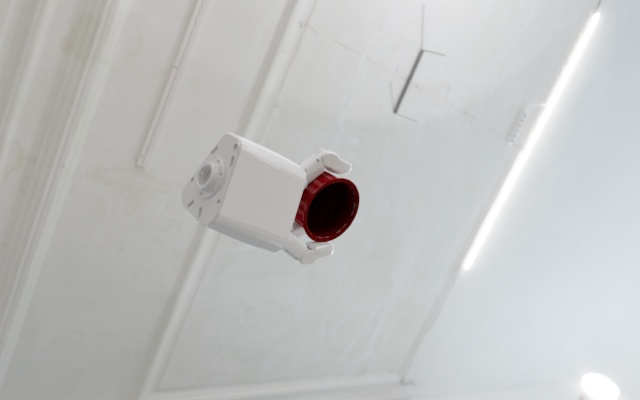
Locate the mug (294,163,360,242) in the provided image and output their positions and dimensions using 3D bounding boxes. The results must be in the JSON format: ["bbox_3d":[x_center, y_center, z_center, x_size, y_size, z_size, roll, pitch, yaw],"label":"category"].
[{"bbox_3d":[0.001,0.003,0.663,0.117,0.093,0.081,28,4,-45],"label":"mug"}]
